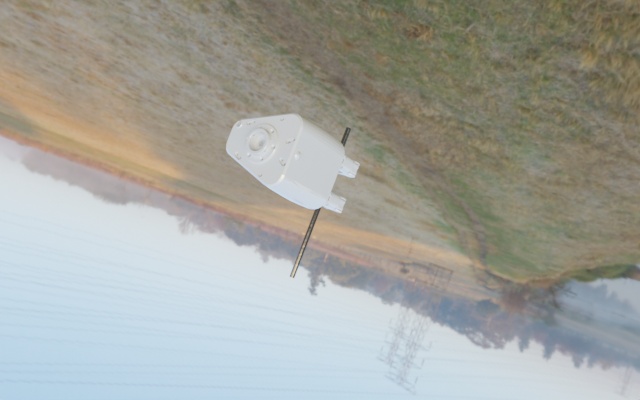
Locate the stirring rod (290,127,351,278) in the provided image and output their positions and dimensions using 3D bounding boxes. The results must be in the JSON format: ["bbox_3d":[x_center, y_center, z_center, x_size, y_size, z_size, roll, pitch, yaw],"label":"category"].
[{"bbox_3d":[0.000,0.002,0.719,0.011,0.239,0.011,21,-3,1],"label":"stirring rod"}]
